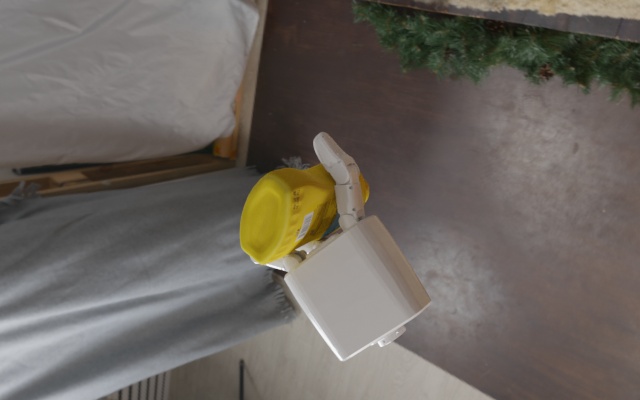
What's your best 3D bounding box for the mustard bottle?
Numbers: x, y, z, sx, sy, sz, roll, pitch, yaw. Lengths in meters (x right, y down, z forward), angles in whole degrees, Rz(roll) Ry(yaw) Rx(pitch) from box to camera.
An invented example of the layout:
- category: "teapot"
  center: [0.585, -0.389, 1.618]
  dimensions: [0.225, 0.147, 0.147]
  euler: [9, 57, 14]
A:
- category: "mustard bottle"
  center: [0.000, 0.002, 0.526]
  dimensions: [0.058, 0.096, 0.191]
  euler: [34, 29, 25]
